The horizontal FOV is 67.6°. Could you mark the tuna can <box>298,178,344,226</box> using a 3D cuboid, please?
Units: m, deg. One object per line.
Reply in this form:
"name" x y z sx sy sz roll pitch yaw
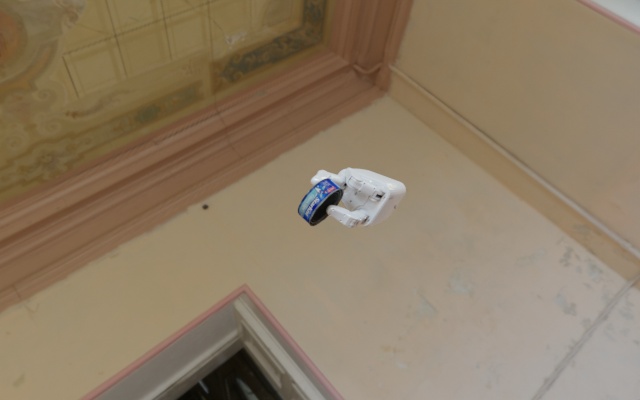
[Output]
"tuna can" 0.000 0.002 0.843 0.033 0.086 0.086 42 15 17
